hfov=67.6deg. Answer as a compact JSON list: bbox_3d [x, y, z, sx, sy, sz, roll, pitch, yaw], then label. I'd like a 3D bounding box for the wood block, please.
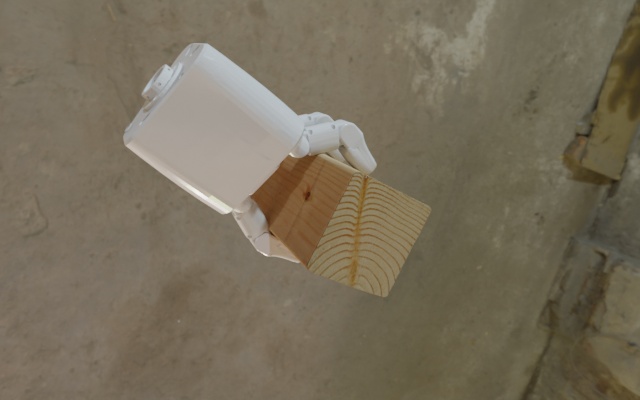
[{"bbox_3d":[0.000,0.002,0.480,0.090,0.091,0.206,24,6,-30],"label":"wood block"}]
